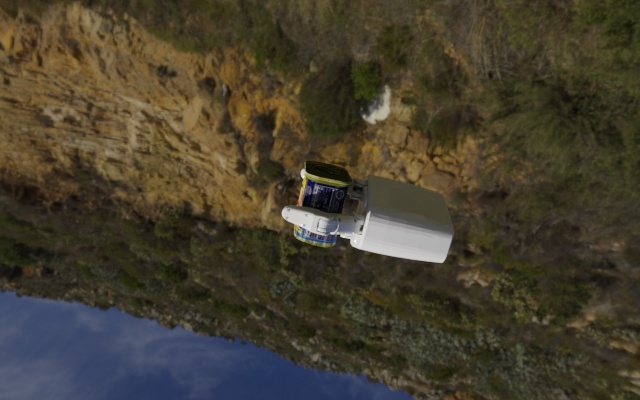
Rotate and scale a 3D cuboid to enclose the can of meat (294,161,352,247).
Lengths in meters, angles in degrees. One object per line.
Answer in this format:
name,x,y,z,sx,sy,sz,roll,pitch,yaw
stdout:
can of meat,0.000,0.002,0.602,0.057,0.084,0.102,11,14,-5
